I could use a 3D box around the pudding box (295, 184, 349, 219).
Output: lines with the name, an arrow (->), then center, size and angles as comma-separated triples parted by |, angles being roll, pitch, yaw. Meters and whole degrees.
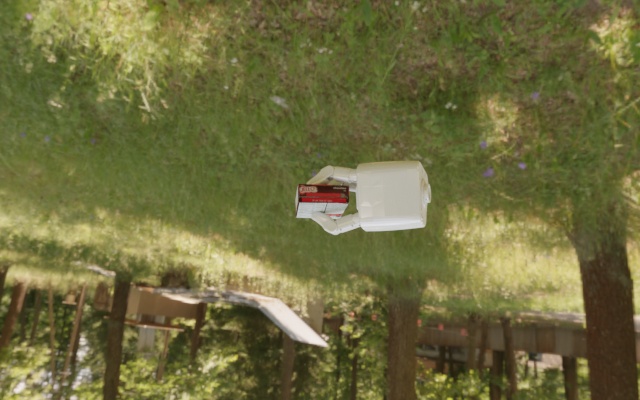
pudding box -> 0.000, 0.003, 0.866 | 0.090, 0.039, 0.113 | 3, -18, -5
